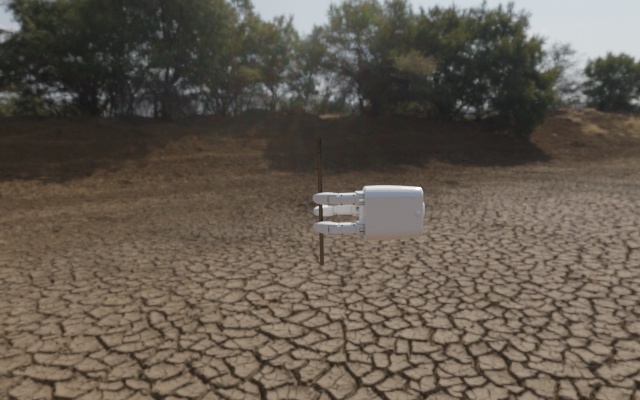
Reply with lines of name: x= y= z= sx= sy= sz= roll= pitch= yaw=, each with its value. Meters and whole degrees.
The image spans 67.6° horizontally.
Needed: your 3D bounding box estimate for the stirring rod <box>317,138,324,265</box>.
stirring rod: x=0.000 y=0.003 z=0.899 sx=0.011 sy=0.239 sz=0.011 roll=-1 pitch=6 yaw=0
